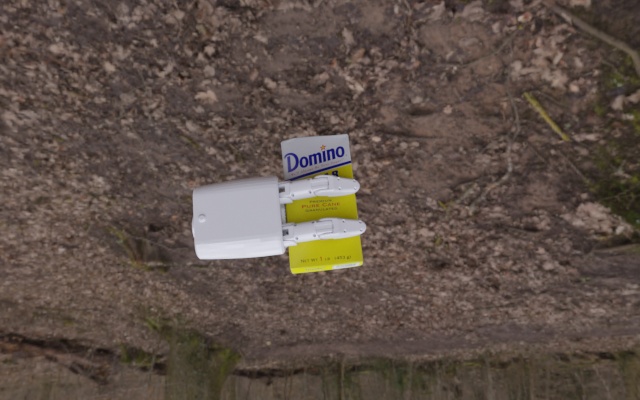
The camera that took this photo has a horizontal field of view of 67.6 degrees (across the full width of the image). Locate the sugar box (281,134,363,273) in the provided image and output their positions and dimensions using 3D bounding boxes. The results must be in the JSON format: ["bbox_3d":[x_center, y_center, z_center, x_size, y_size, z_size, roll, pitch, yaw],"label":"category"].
[{"bbox_3d":[0.000,0.002,0.627,0.093,0.176,0.048,-6,-15,-2],"label":"sugar box"}]
